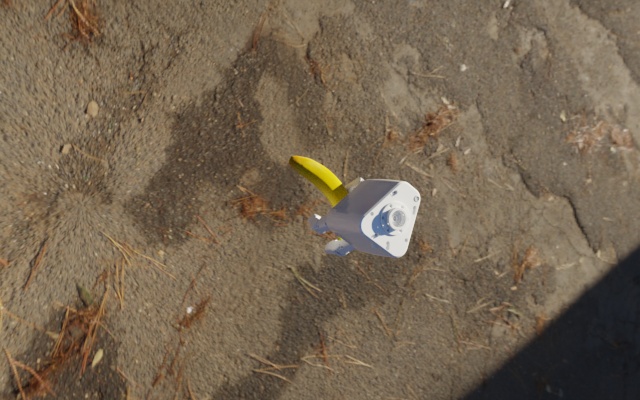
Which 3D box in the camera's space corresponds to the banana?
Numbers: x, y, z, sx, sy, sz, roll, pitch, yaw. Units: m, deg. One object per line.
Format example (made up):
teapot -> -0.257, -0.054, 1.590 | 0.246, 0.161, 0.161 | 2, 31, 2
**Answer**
banana -> 0.017, -0.004, 0.846 | 0.069, 0.198, 0.037 | -32, 15, -16
